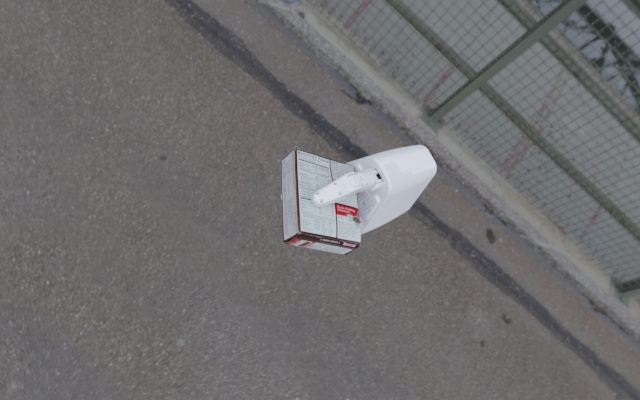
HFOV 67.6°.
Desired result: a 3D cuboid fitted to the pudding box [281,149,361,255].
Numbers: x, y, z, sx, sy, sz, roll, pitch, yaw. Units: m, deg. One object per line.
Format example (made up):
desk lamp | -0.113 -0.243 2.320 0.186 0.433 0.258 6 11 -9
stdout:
pudding box | 0.000 0.002 0.570 0.090 0.113 0.039 13 -32 -30
